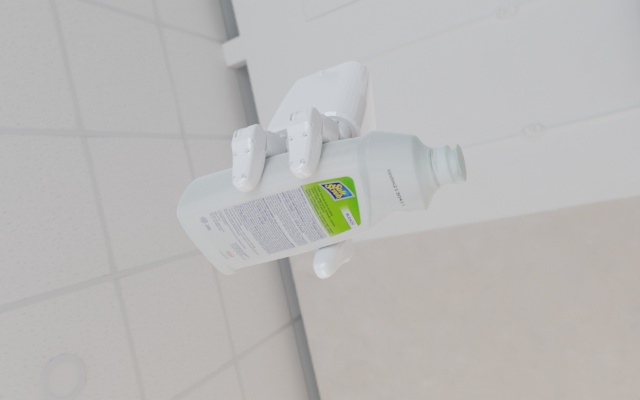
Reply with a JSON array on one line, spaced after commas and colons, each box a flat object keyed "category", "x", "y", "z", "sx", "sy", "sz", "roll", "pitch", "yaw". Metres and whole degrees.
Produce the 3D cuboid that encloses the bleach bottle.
[{"category": "bleach bottle", "x": 0.000, "y": 0.001, "z": 0.418, "sx": 0.251, "sy": 0.103, "sz": 0.068, "roll": -12, "pitch": 38, "yaw": 27}]
